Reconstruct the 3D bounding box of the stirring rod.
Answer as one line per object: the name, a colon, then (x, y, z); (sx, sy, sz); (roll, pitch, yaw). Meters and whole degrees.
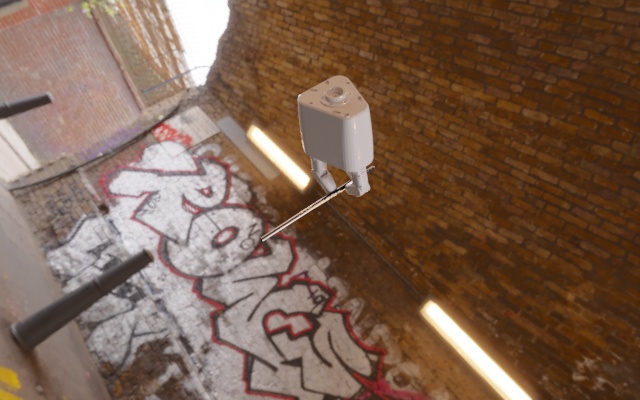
stirring rod: (0.000, 0.003, 0.813); (0.239, 0.011, 0.011); (-33, 12, -20)
